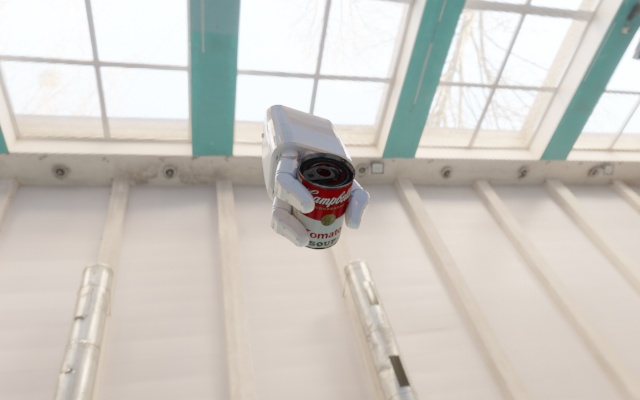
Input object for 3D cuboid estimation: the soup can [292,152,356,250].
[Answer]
[{"bbox_3d":[0.000,0.002,0.586,0.068,0.102,0.068,7,39,-5],"label":"soup can"}]
